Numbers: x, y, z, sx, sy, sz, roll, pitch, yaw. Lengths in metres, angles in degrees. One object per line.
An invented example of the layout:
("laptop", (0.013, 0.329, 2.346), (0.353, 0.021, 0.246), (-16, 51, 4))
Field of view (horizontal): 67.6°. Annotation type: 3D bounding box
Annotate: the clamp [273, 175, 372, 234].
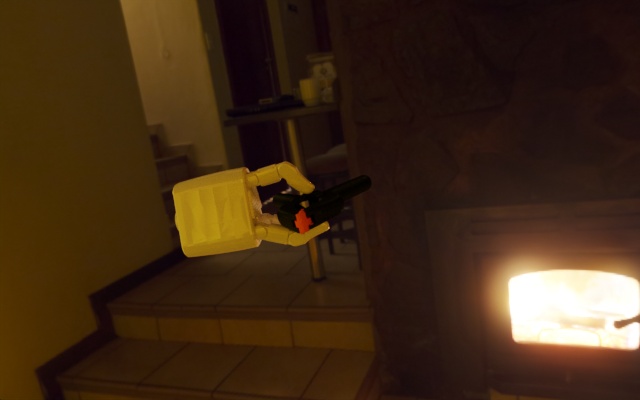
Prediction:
("clamp", (0.000, 0.002, 0.694), (0.164, 0.036, 0.210), (-14, 11, 4))
